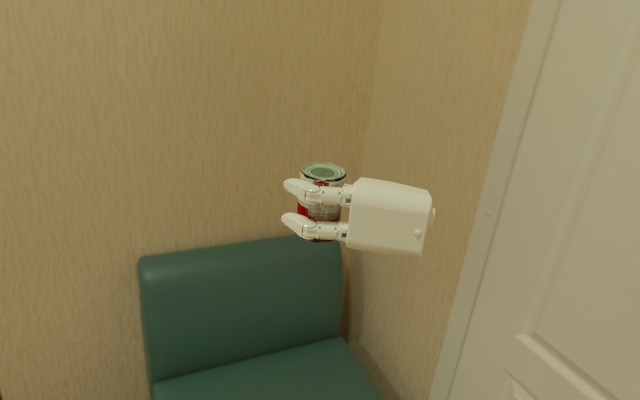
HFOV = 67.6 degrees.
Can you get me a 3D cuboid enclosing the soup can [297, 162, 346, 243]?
[{"bbox_3d":[0.000,0.002,0.705,0.068,0.102,0.068,4,26,-2],"label":"soup can"}]
